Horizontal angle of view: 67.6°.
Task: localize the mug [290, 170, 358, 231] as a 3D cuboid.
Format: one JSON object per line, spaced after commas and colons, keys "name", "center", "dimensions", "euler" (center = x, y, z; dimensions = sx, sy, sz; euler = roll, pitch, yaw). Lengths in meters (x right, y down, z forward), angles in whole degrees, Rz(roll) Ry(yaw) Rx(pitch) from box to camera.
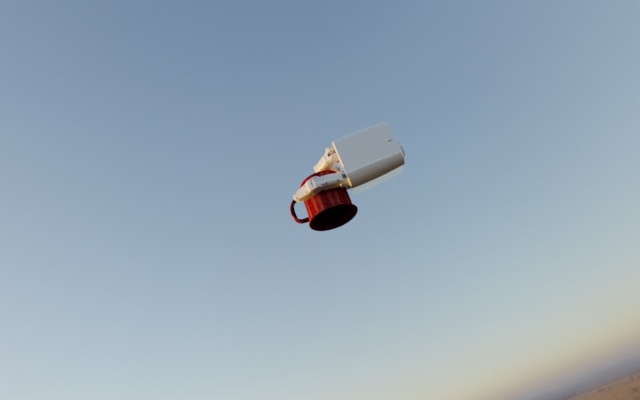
{"name": "mug", "center": [-0.001, 0.003, 0.876], "dimensions": [0.117, 0.081, 0.093], "euler": [-22, -28, 2]}
